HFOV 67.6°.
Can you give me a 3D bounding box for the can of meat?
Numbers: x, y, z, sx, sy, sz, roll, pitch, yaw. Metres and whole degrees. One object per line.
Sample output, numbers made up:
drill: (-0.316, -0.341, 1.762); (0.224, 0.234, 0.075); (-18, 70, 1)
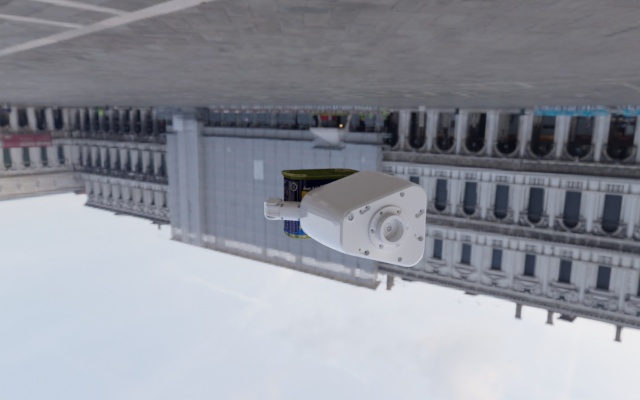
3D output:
can of meat: (0.000, 0.002, 0.634); (0.102, 0.084, 0.057); (-4, 11, -26)
